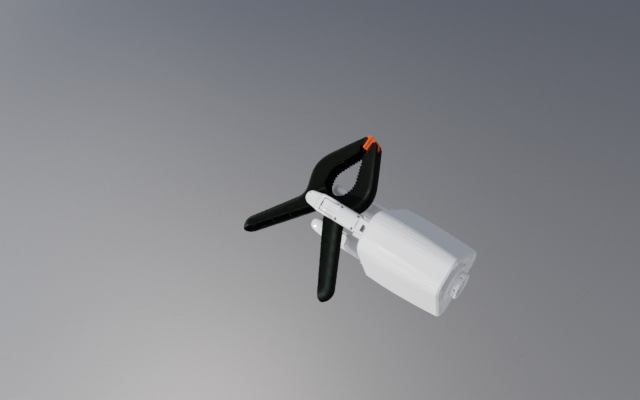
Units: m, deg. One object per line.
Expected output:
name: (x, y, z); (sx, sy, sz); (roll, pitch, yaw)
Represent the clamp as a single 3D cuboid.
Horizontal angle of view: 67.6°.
clamp: (0.000, 0.001, 0.623); (0.164, 0.210, 0.036); (31, -2, 28)
